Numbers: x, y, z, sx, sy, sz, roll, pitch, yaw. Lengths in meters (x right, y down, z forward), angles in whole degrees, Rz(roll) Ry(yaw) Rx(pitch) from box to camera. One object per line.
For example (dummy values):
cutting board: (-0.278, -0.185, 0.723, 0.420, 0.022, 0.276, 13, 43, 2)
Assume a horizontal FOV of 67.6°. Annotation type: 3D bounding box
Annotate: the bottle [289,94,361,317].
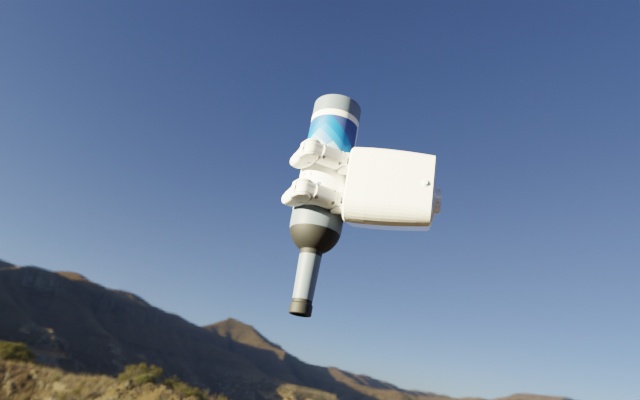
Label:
bottle: (0.000, 0.002, 0.621, 0.069, 0.295, 0.069, 9, -23, 4)
